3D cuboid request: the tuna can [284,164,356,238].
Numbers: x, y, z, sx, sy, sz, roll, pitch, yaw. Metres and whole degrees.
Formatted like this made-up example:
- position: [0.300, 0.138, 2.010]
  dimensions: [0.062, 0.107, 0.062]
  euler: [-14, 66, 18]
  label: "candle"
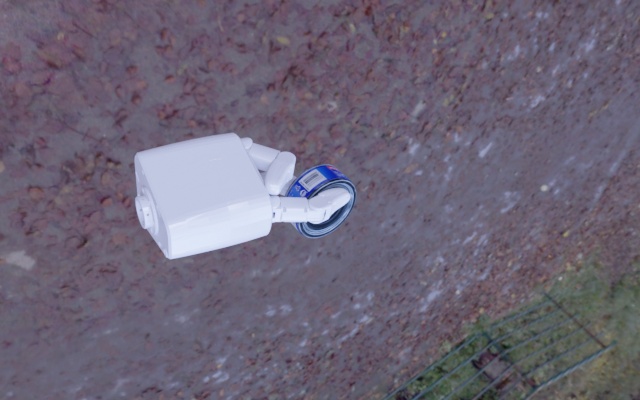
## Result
- position: [0.000, 0.002, 0.562]
  dimensions: [0.086, 0.086, 0.033]
  euler: [0, 34, -44]
  label: "tuna can"
